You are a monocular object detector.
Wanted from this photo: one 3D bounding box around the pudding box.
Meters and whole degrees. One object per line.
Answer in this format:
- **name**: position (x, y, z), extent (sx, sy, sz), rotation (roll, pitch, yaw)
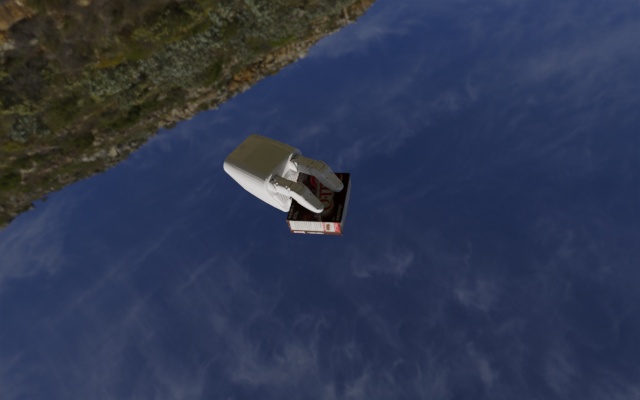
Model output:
- **pudding box**: position (0.000, 0.003, 0.794), extent (0.090, 0.113, 0.039), rotation (1, -39, 13)
